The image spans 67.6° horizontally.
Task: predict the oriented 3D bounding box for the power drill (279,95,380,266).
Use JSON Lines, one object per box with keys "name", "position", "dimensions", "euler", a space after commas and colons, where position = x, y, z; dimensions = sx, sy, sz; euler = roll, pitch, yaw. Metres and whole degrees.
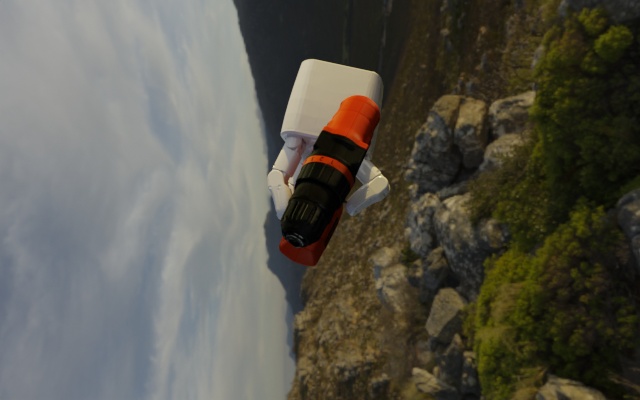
{"name": "power drill", "position": [0.000, 0.002, 0.522], "dimensions": [0.057, 0.184, 0.188], "euler": [27, -32, 3]}
